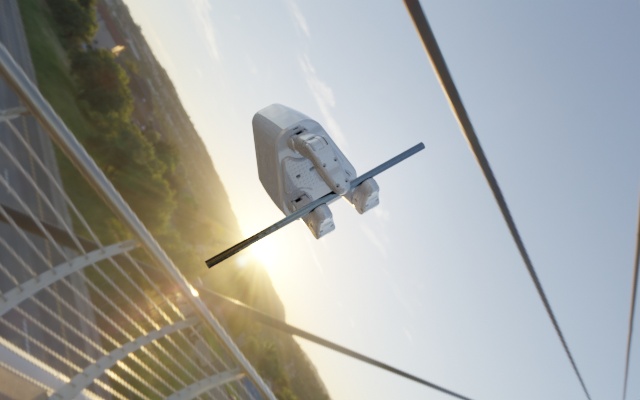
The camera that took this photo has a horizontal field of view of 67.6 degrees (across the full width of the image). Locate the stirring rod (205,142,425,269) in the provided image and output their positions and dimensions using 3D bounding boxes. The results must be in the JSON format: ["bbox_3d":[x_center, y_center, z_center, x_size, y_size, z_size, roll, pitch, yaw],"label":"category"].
[{"bbox_3d":[0.000,0.001,0.457,0.239,0.011,0.011,-29,6,-12],"label":"stirring rod"}]
